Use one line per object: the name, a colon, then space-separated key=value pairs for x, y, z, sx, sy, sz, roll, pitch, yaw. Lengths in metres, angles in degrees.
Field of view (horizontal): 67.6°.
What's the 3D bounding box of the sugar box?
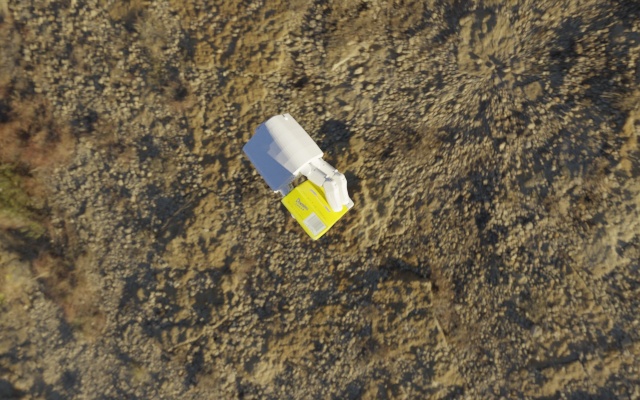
sugar box: x=0.000 y=0.003 z=0.894 sx=0.048 sy=0.093 sz=0.176 roll=-39 pitch=0 yaw=25
